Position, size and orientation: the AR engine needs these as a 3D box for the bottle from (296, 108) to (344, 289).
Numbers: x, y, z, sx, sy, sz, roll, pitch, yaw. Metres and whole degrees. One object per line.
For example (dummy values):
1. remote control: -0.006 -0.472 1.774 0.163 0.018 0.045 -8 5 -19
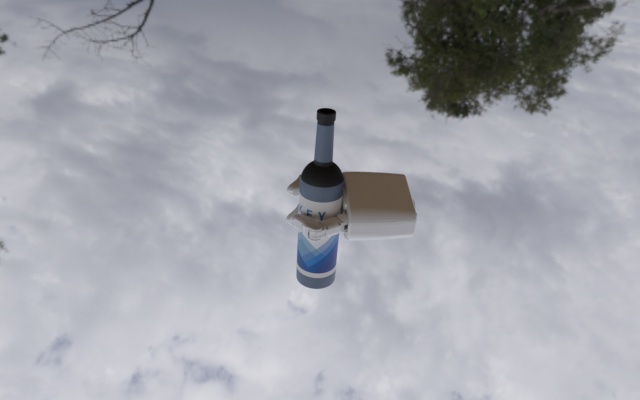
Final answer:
1. bottle: 0.000 0.003 0.737 0.069 0.296 0.069 3 30 -2
